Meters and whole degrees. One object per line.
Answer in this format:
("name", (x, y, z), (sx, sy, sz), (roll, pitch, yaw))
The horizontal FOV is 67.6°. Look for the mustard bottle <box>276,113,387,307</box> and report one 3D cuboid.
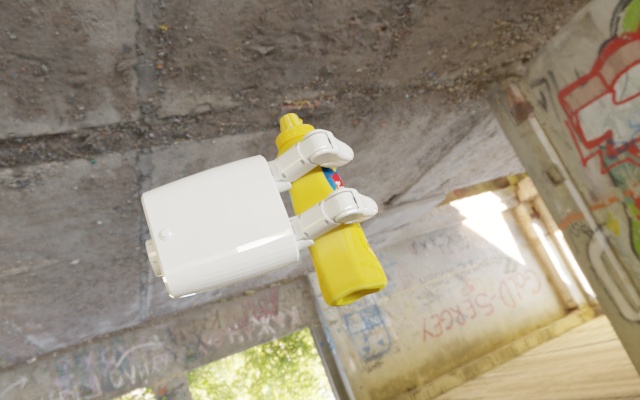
("mustard bottle", (0.000, 0.002, 0.454), (0.058, 0.191, 0.096), (-25, -18, 9))
